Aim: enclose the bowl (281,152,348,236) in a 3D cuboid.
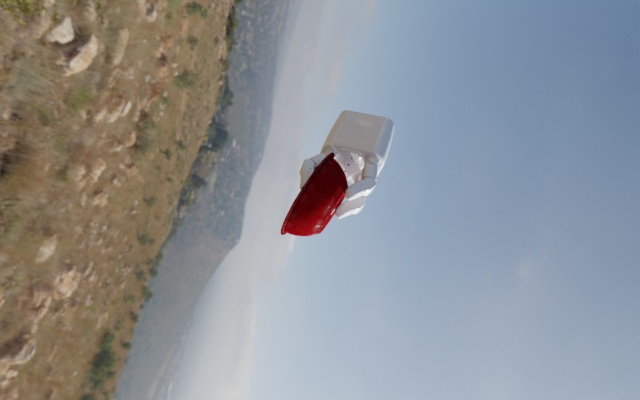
[{"bbox_3d":[0.000,0.004,0.792,0.055,0.162,0.162,33,4,6],"label":"bowl"}]
